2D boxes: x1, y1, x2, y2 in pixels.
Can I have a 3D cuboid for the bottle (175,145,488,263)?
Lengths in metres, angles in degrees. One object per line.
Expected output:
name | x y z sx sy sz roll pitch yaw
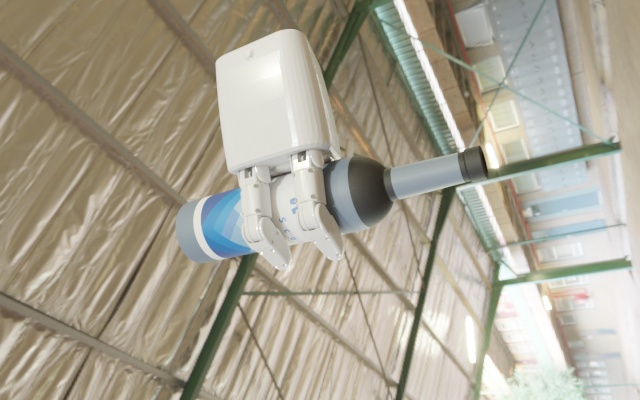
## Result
bottle | 0.000 0.002 0.439 0.296 0.069 0.069 -14 -6 25
